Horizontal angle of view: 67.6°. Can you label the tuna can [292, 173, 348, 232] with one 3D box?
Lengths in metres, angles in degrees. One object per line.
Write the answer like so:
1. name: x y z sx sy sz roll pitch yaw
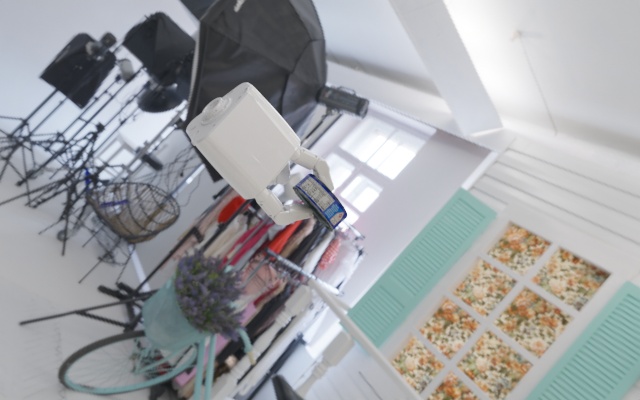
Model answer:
1. tuna can: 0.001 0.002 0.687 0.034 0.086 0.086 -42 6 -7
